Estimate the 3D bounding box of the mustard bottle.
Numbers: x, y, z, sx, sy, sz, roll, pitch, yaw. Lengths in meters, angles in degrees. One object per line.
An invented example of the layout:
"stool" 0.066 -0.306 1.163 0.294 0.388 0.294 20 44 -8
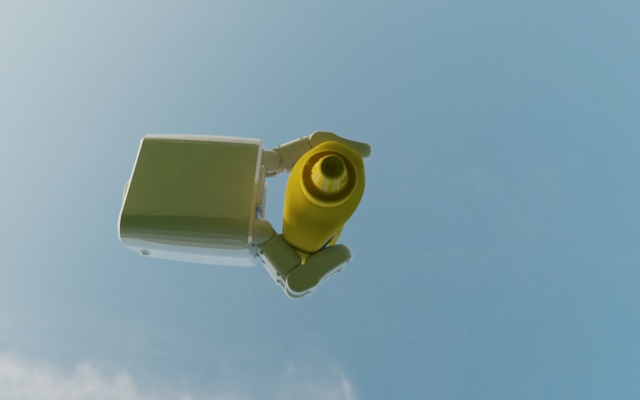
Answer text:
"mustard bottle" 0.000 0.002 0.413 0.058 0.096 0.192 27 -15 3
